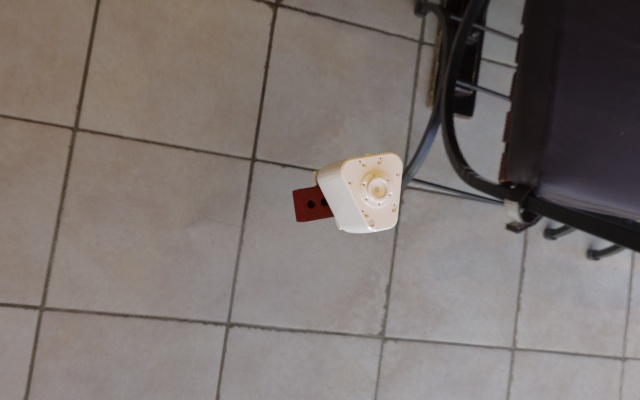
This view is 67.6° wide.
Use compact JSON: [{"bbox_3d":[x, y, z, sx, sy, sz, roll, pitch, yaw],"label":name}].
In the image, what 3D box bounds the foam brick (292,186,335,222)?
[{"bbox_3d":[0.000,0.003,0.760,0.078,0.053,0.051,-10,1,-16],"label":"foam brick"}]
